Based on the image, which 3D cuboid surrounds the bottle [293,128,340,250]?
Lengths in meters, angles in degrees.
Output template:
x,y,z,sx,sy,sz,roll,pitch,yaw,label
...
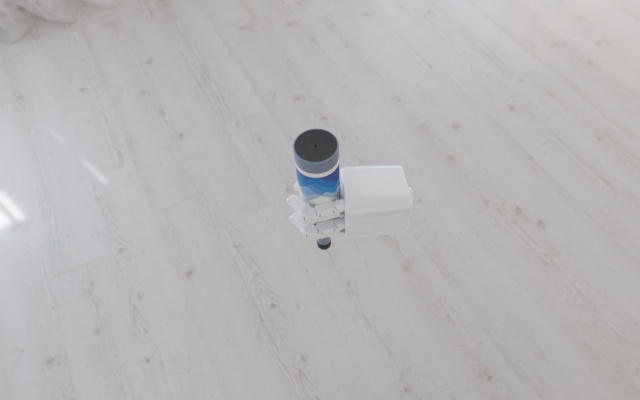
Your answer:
x,y,z,sx,sy,sz,roll,pitch,yaw,label
0.000,0.002,0.807,0.069,0.069,0.296,0,-34,3,bottle
